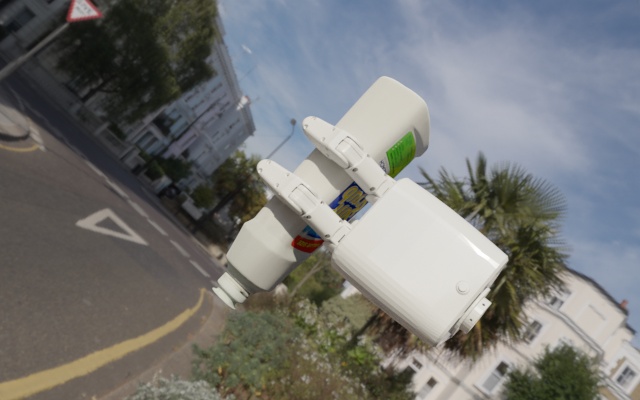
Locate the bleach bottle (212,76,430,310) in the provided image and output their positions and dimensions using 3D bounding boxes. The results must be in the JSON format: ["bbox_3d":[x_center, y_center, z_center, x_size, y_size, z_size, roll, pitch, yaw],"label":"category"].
[{"bbox_3d":[0.000,0.001,0.454,0.068,0.251,0.103,39,-10,23],"label":"bleach bottle"}]
